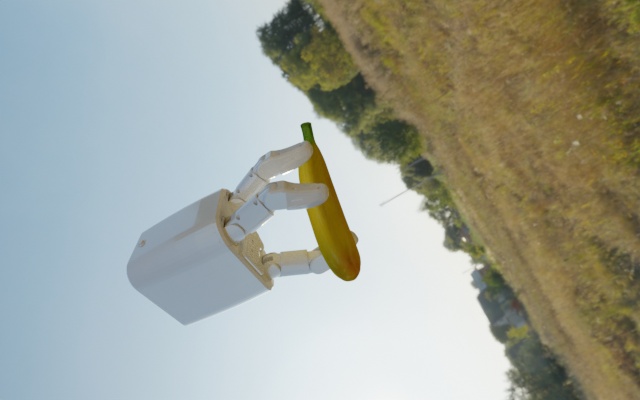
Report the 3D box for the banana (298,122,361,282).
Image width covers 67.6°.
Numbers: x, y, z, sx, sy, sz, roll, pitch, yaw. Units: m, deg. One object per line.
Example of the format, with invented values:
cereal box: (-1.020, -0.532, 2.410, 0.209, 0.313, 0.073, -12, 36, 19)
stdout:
banana: (0.004, 0.010, 0.481, 0.037, 0.197, 0.070, -20, -38, 2)
